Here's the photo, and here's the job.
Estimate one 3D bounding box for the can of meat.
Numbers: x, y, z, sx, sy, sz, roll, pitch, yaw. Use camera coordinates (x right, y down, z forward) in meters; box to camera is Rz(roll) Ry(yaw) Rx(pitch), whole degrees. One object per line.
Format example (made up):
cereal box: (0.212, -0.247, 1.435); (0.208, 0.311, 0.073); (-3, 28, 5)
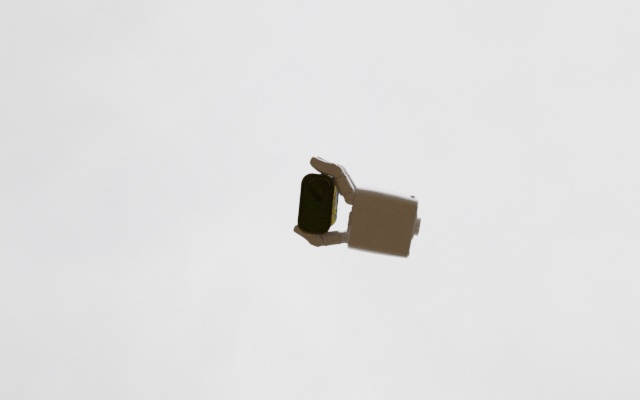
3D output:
can of meat: (0.000, 0.003, 0.828); (0.057, 0.102, 0.084); (7, 7, 11)
